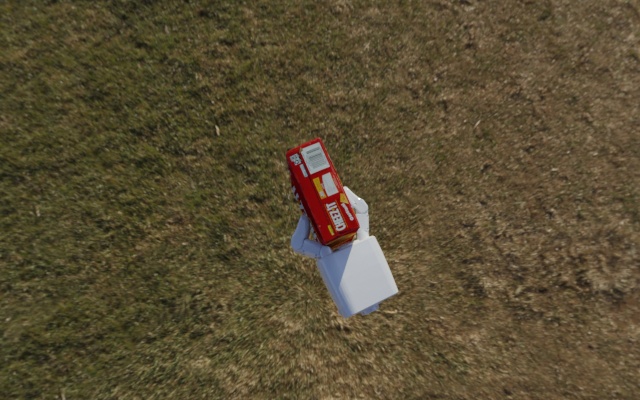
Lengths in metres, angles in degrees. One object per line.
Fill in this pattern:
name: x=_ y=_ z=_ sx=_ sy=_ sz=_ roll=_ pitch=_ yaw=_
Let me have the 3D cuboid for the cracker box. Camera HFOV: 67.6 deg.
cracker box: x=0.000 y=0.003 z=0.857 sx=0.072 sy=0.164 sz=0.214 roll=-23 pitch=-10 yaw=-6
